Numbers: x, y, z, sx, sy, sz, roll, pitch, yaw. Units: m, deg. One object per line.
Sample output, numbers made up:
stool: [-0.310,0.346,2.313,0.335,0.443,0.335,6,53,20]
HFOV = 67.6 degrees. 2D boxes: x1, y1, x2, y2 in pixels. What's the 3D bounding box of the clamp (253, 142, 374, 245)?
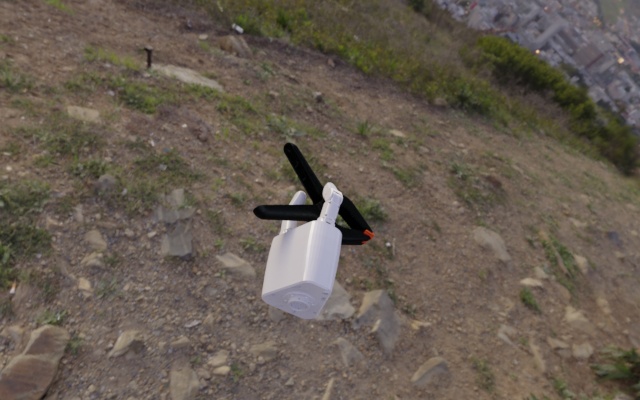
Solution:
clamp: [0.001,0.003,0.789,0.210,0.164,0.036,28,-40,-20]
